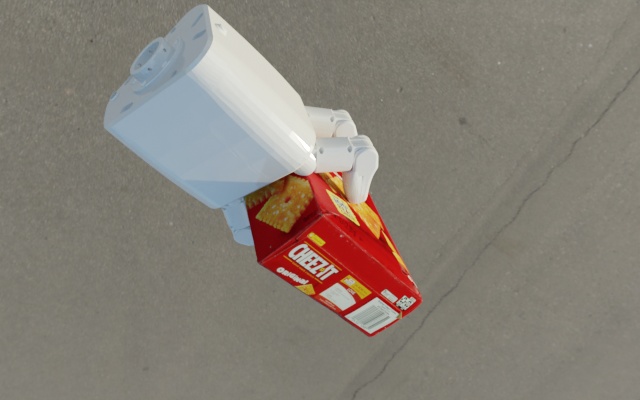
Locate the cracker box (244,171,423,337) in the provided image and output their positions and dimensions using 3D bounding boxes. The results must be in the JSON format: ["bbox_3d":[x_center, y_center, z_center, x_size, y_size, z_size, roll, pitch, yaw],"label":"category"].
[{"bbox_3d":[0.000,0.002,0.459,0.072,0.213,0.164,-36,-49,14],"label":"cracker box"}]
